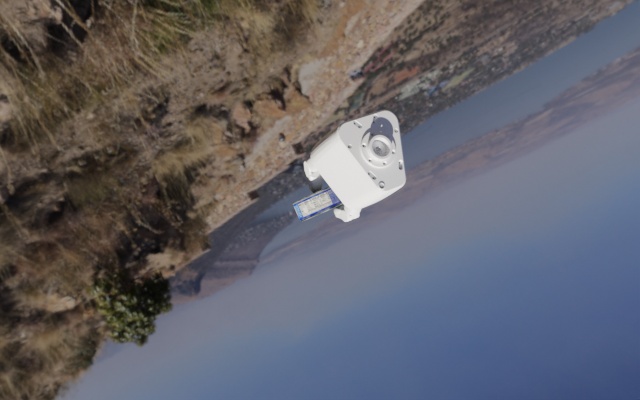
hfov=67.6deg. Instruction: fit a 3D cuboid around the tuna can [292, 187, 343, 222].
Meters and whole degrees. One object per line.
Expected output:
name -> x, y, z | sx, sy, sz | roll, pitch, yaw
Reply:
tuna can -> 0.000, 0.003, 0.767 | 0.086, 0.034, 0.086 | -24, 0, 0
